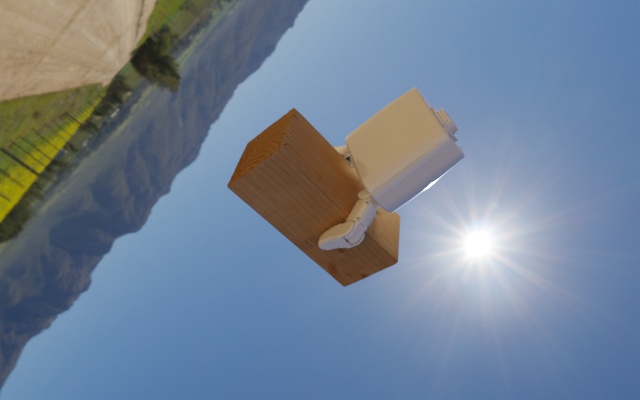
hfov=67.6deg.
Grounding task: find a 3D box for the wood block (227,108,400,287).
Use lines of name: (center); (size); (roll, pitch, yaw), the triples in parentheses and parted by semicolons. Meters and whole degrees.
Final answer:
wood block: (0.000, 0.002, 0.588); (0.090, 0.090, 0.206); (-30, -61, 32)
